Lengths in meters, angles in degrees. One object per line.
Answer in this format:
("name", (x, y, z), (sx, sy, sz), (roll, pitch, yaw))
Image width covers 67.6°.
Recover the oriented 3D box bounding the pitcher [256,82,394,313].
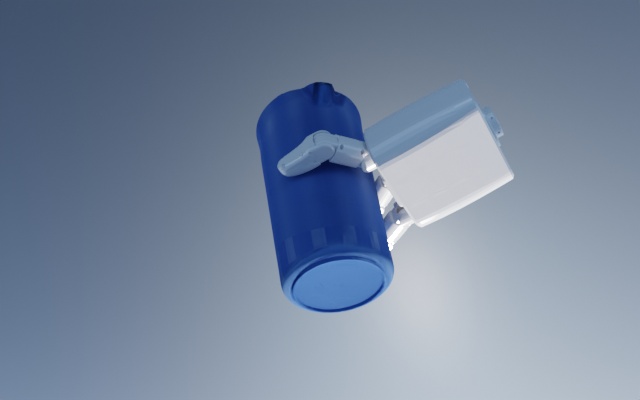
("pitcher", (0.000, 0.002, 0.531), (0.145, 0.242, 0.149), (-28, -46, 18))
